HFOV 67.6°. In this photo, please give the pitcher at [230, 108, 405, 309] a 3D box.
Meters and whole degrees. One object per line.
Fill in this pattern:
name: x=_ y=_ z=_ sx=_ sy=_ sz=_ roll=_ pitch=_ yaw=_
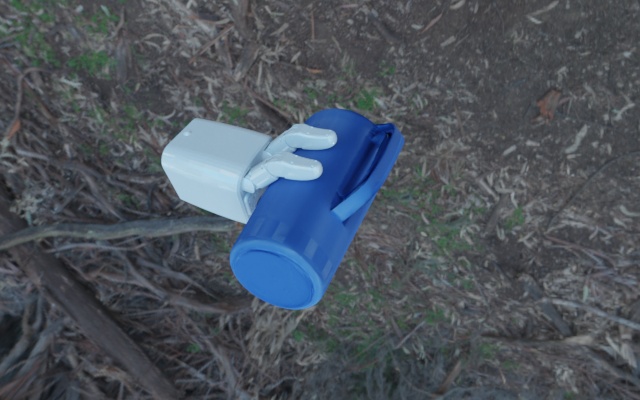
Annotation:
pitcher: x=0.000 y=0.002 z=0.568 sx=0.145 sy=0.149 sz=0.242 roll=18 pitch=46 yaw=11
